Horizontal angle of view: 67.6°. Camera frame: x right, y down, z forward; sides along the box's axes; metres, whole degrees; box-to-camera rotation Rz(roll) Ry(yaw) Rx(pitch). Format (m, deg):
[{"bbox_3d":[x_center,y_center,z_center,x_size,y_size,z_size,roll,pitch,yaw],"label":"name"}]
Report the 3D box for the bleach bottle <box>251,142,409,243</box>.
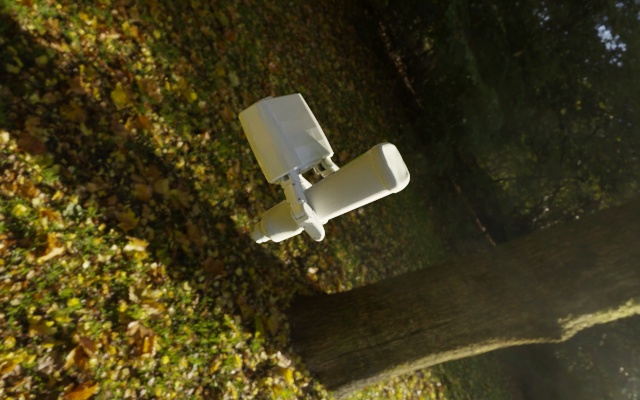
[{"bbox_3d":[0.000,0.002,0.691,0.251,0.068,0.102,-27,0,22],"label":"bleach bottle"}]
